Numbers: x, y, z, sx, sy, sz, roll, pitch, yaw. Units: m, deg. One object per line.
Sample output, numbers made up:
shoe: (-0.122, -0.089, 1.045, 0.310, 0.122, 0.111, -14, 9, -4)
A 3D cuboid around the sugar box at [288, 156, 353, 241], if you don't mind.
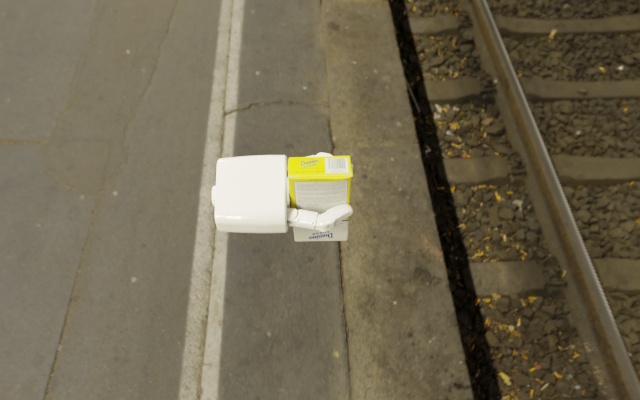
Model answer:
sugar box: (0.000, 0.002, 0.753, 0.093, 0.048, 0.176, -1, -33, -1)
